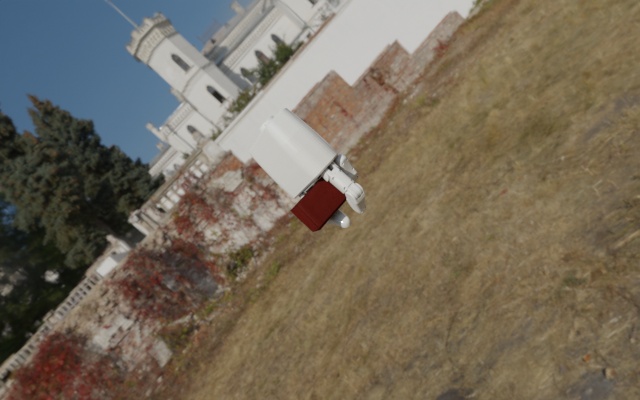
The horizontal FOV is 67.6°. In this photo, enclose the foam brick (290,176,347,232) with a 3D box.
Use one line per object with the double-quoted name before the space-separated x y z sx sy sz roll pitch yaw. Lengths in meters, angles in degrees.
"foam brick" 0.000 0.003 0.732 0.051 0.078 0.053 43 -17 -4
